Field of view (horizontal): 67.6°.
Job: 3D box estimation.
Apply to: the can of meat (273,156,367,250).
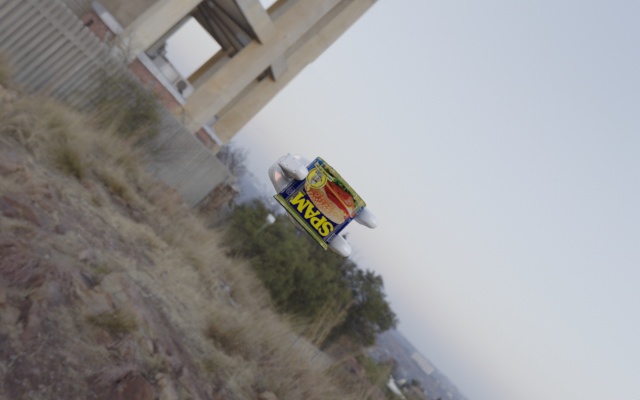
[{"bbox_3d":[0.000,0.002,0.657,0.084,0.102,0.057,-44,8,-6],"label":"can of meat"}]
